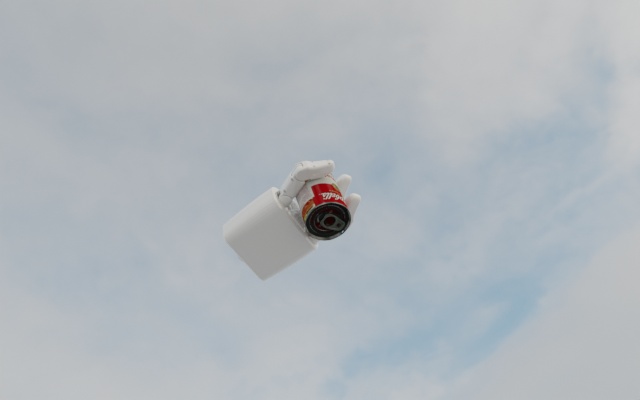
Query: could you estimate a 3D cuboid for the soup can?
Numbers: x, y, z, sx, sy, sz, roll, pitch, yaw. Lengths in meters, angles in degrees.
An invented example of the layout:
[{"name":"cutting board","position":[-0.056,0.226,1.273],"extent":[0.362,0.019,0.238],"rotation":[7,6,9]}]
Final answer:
[{"name":"soup can","position":[0.000,0.002,0.715],"extent":[0.068,0.068,0.102],"rotation":[0,35,-15]}]
